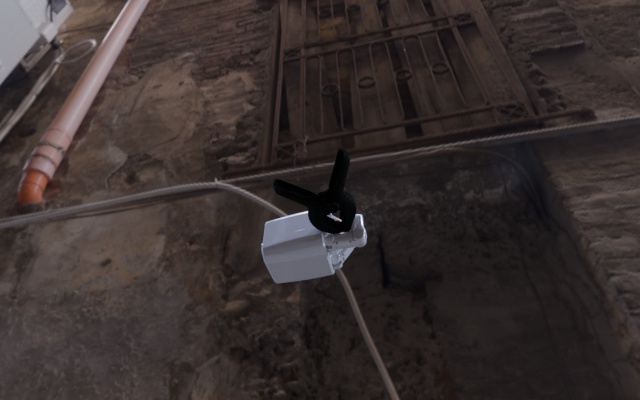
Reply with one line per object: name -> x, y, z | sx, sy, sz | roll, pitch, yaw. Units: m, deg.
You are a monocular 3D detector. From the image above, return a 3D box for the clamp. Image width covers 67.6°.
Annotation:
clamp -> 0.000, 0.002, 0.746 | 0.120, 0.172, 0.039 | -15, 43, 2
